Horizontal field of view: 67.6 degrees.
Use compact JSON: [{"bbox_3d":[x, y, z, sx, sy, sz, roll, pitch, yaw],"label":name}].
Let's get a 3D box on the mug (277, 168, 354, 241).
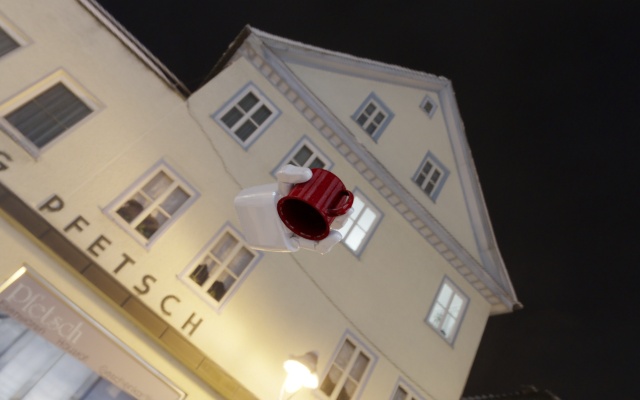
[{"bbox_3d":[0.001,0.002,0.749,0.117,0.093,0.081,-2,39,39],"label":"mug"}]
